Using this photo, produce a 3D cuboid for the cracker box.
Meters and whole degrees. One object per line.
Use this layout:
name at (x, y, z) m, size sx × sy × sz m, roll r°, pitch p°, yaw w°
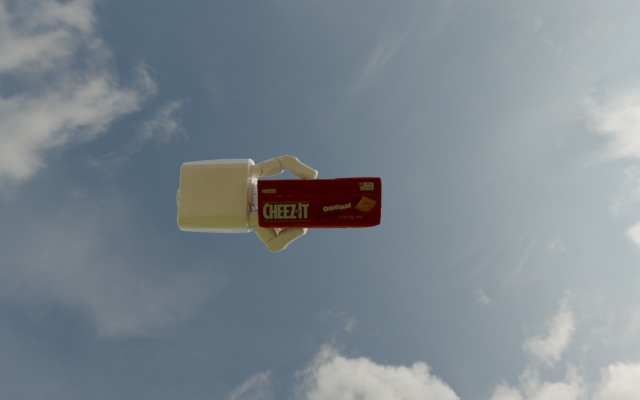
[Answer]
cracker box at (0.000, 0.002, 0.724) m, size 0.164 × 0.072 × 0.213 m, roll -2°, pitch 1°, yaw 1°
